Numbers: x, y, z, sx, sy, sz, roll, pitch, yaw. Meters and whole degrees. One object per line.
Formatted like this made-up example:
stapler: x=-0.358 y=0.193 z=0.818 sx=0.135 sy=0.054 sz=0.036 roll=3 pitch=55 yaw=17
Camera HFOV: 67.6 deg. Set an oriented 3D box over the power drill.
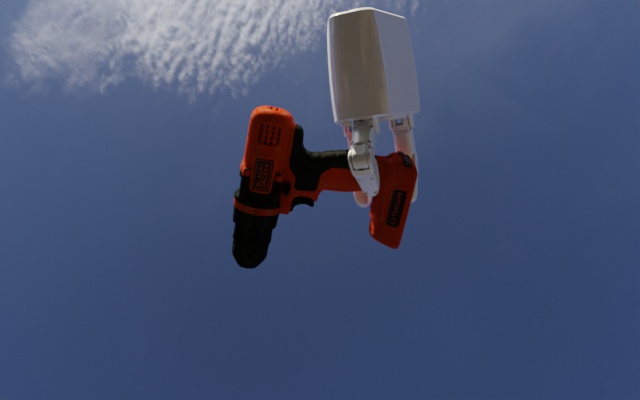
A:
power drill: x=0.001 y=0.002 z=0.525 sx=0.187 sy=0.184 sz=0.057 roll=9 pitch=20 yaw=-8
